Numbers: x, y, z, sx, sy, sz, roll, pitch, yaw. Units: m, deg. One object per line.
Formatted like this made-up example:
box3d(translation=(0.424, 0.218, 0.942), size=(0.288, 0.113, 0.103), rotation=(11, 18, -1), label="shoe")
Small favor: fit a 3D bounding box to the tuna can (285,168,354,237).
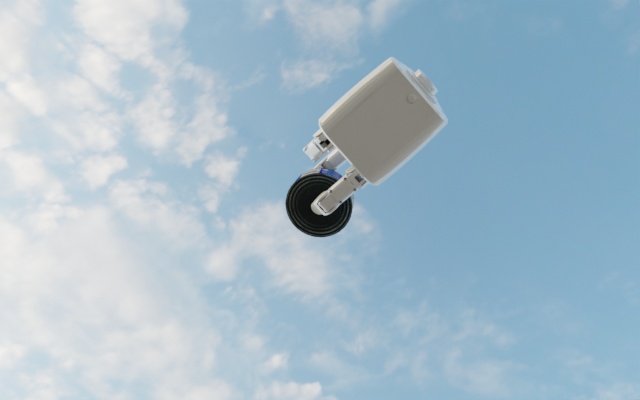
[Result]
box3d(translation=(0.000, 0.002, 0.616), size=(0.086, 0.086, 0.033), rotation=(0, 19, 10), label="tuna can")
